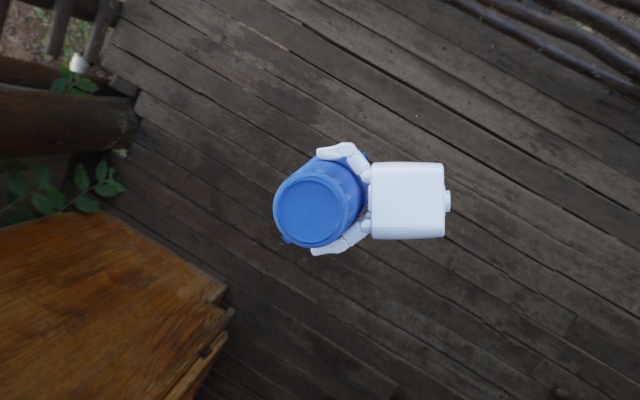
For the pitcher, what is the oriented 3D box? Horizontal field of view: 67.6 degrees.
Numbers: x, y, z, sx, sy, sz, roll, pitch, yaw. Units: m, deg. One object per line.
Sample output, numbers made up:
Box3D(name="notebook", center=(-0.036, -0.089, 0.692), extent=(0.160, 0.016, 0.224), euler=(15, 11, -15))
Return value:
Box3D(name="pitcher", center=(0.000, 0.002, 0.761), extent=(0.145, 0.149, 0.243), euler=(0, 10, 11))
